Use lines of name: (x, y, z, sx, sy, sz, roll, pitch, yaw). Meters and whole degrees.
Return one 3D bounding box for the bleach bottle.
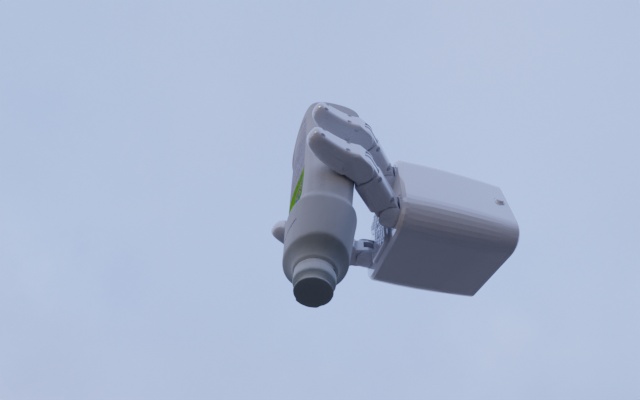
bleach bottle: (0.000, 0.001, 0.433, 0.068, 0.103, 0.250, 12, 33, -4)
